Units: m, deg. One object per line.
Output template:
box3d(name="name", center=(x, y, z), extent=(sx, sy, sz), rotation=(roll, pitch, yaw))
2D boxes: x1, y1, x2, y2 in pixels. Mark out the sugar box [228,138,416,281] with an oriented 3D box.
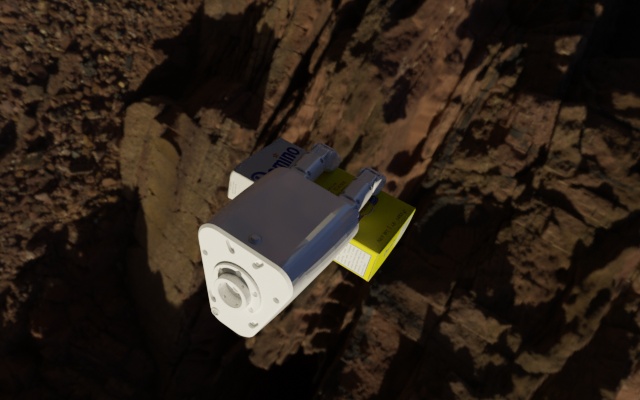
box3d(name="sugar box", center=(0.000, 0.001, 0.502), extent=(0.176, 0.048, 0.093), rotation=(31, 41, 16))
